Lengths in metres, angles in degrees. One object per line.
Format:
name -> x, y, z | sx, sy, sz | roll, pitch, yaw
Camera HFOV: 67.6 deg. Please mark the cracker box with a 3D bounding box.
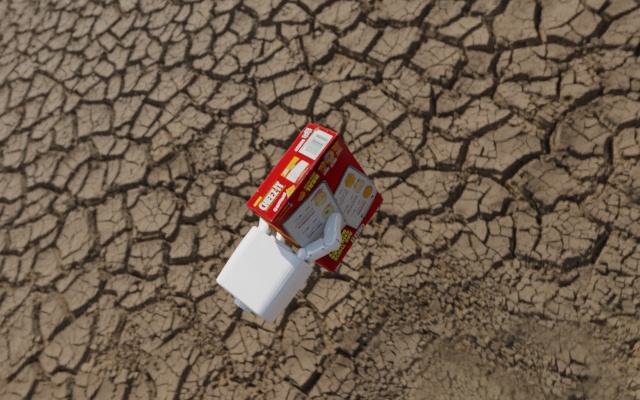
cracker box -> 0.000, 0.003, 0.778 | 0.072, 0.164, 0.214 | 29, -11, 37
